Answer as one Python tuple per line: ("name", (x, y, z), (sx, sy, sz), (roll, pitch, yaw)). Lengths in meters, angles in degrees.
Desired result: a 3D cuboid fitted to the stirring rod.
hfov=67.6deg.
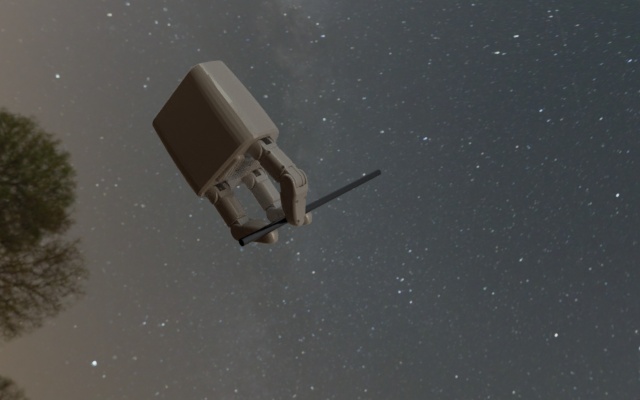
("stirring rod", (0.000, 0.002, 0.545), (0.011, 0.011, 0.239), (0, 19, 42))
